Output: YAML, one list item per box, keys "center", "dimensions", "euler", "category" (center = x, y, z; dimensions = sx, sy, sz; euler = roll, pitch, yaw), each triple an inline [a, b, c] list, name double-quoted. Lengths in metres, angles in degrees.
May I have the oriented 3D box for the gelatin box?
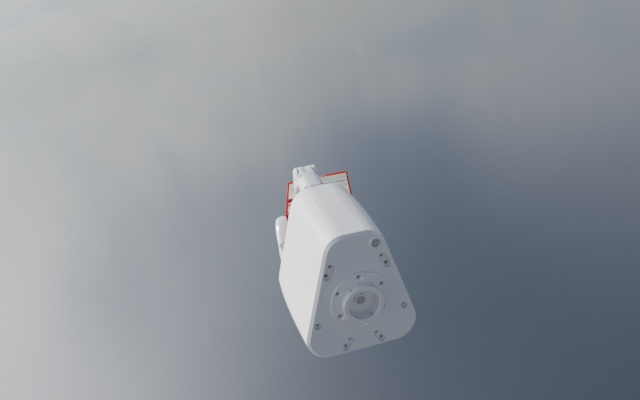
- center: [0.000, 0.001, 0.534]
  dimensions: [0.073, 0.030, 0.089]
  euler: [-12, 25, 3]
  category: "gelatin box"
